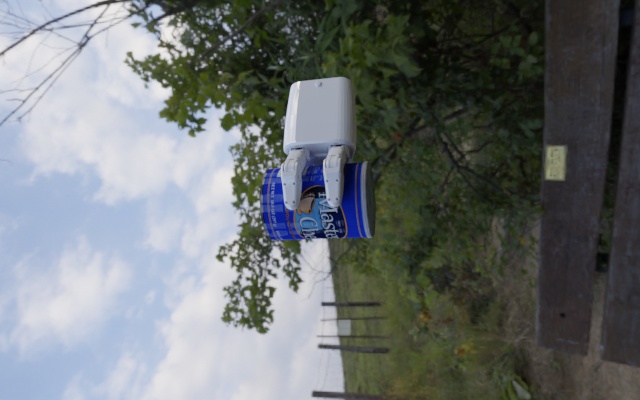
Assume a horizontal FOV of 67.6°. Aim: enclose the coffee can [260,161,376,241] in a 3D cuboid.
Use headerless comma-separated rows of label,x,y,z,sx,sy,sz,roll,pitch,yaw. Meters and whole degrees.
coffee can,0.000,0.002,0.653,0.140,0.103,0.103,-3,-1,12
